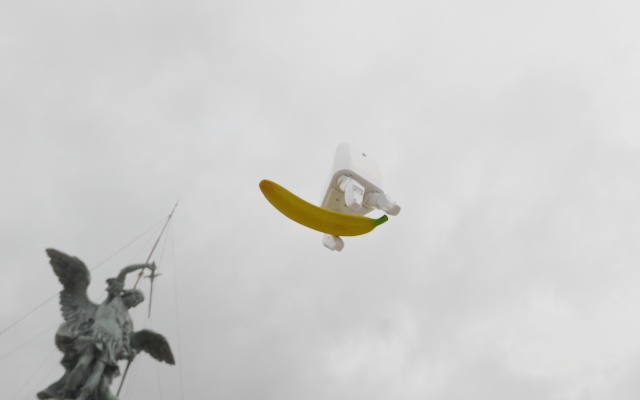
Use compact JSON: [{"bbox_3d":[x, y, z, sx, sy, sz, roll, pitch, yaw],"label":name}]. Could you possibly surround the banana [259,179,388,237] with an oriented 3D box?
[{"bbox_3d":[-0.001,0.018,0.726,0.198,0.070,0.037,15,37,-4],"label":"banana"}]
